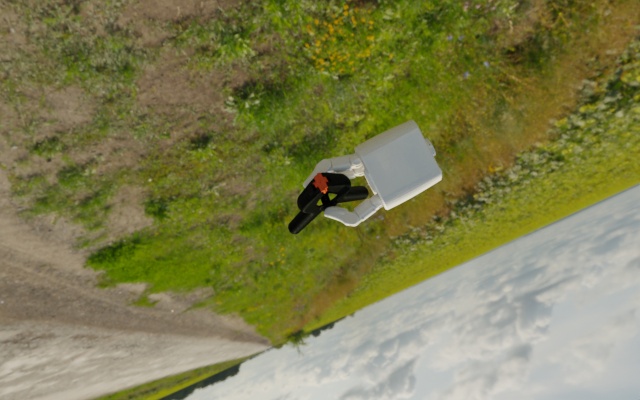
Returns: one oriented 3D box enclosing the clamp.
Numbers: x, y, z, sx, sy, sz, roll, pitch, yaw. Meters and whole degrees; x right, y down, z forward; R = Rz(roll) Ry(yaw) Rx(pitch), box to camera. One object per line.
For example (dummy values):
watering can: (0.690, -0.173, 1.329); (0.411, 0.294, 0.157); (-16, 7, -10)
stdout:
clamp: (0.001, 0.003, 0.809); (0.164, 0.036, 0.210); (-30, -15, 4)
